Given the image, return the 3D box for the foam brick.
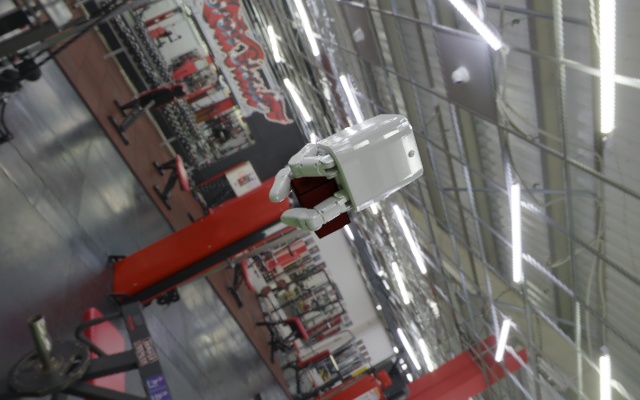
[{"bbox_3d":[0.000,0.002,0.652,0.051,0.078,0.053,-27,32,-6],"label":"foam brick"}]
